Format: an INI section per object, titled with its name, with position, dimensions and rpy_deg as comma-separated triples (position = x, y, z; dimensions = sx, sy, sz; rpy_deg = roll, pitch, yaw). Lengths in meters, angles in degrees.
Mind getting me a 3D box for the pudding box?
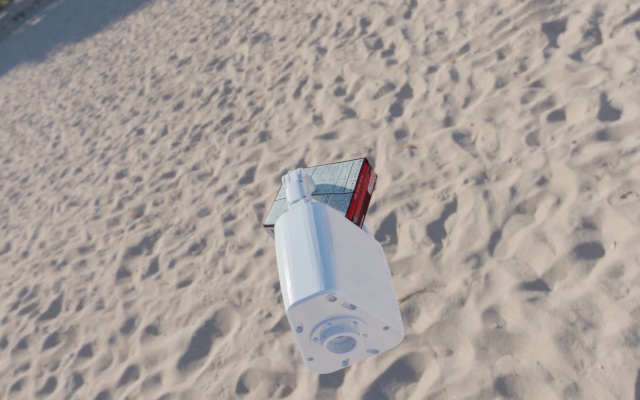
[pudding box]
position = 0.000, 0.002, 0.535
dimensions = 0.113, 0.090, 0.039
rpy_deg = -5, -44, 32
